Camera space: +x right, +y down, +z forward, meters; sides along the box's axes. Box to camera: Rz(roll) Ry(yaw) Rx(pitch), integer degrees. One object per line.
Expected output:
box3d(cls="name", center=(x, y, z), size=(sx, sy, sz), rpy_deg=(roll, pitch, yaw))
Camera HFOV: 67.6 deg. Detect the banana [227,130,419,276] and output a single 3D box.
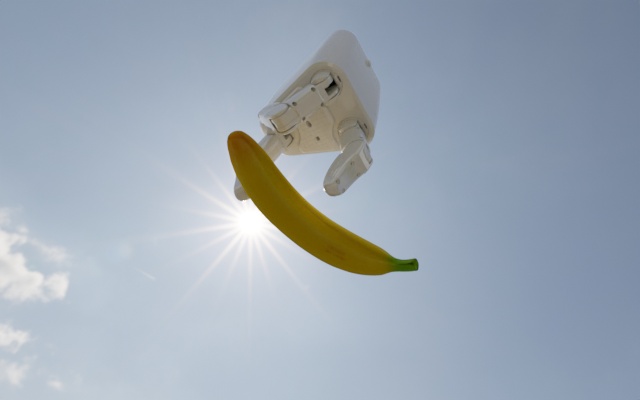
box3d(cls="banana", center=(-0.008, 0.014, 0.423), size=(0.198, 0.037, 0.070), rpy_deg=(35, -52, -13))
